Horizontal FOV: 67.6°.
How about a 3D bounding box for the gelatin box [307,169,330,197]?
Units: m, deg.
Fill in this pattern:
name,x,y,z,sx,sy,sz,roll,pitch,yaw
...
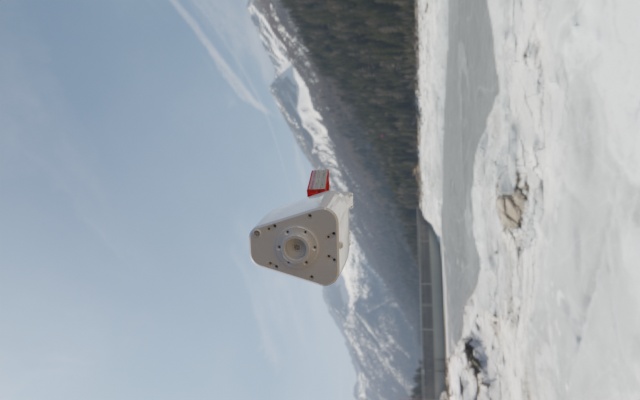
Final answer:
name,x,y,z,sx,sy,sz,roll,pitch,yaw
gelatin box,0.000,0.002,0.707,0.030,0.073,0.089,-3,22,4
